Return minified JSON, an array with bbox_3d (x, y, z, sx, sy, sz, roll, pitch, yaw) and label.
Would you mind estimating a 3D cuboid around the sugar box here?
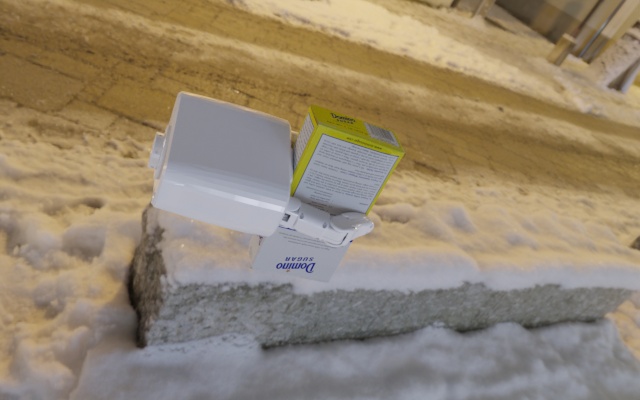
[{"bbox_3d":[0.000,0.001,0.474,0.093,0.176,0.048,15,35,-22],"label":"sugar box"}]
